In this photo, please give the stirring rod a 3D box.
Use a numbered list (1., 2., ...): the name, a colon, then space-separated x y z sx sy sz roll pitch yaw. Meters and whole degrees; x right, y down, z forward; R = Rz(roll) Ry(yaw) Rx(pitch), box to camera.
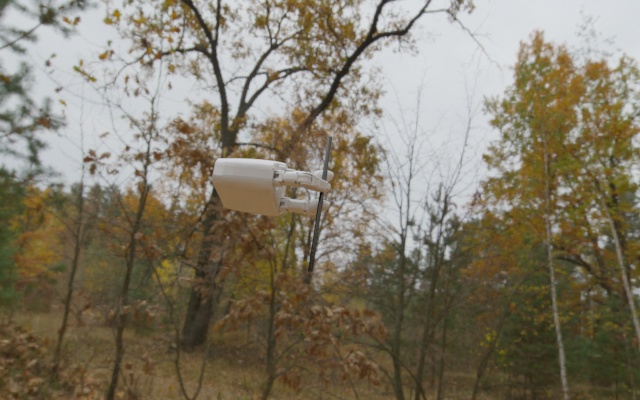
1. stirring rod: 0.000 0.003 0.816 0.011 0.239 0.011 8 -14 2
